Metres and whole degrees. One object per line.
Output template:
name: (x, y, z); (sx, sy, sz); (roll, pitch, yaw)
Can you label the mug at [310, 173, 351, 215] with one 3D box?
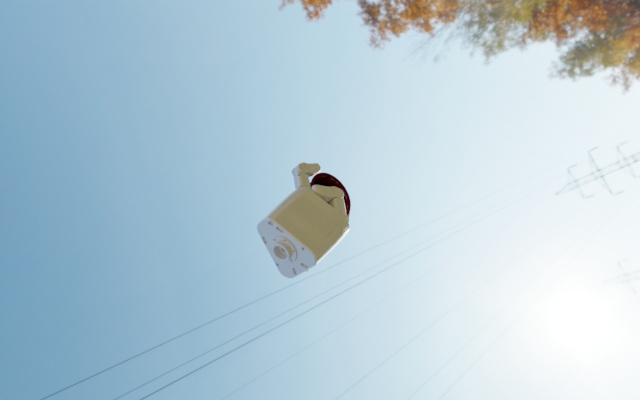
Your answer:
mug: (0.001, 0.002, 0.879); (0.081, 0.093, 0.117); (-34, 6, 41)
